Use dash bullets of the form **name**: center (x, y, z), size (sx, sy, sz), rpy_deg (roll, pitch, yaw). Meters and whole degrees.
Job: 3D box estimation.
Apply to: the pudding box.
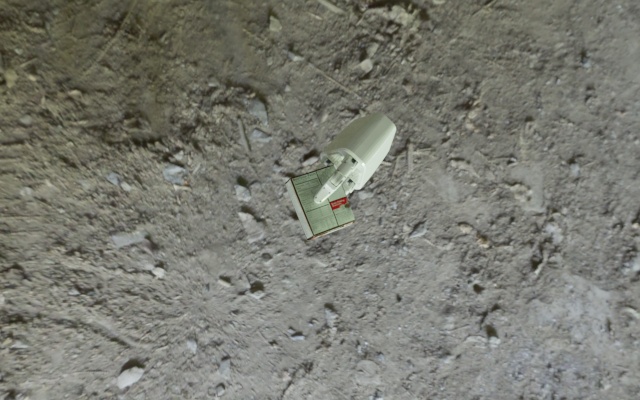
- **pudding box**: center (0.000, 0.003, 0.841), size (0.090, 0.113, 0.039), rpy_deg (-19, -9, -22)
